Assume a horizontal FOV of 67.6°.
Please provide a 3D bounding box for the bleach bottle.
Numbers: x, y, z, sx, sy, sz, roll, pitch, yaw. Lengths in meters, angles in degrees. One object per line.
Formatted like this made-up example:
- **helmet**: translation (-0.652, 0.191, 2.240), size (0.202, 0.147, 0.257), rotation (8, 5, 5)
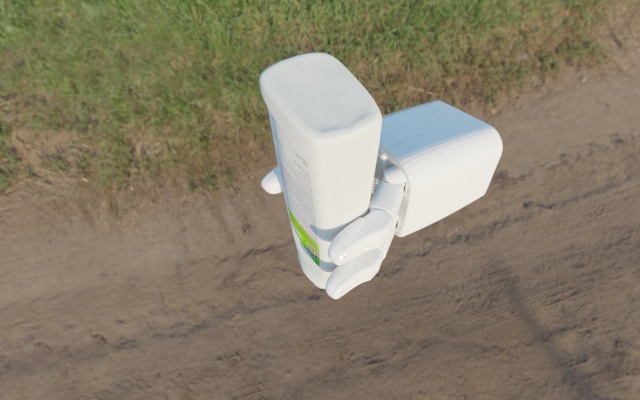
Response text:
- **bleach bottle**: translation (0.000, 0.001, 0.436), size (0.068, 0.102, 0.251), rotation (-23, -35, -17)
